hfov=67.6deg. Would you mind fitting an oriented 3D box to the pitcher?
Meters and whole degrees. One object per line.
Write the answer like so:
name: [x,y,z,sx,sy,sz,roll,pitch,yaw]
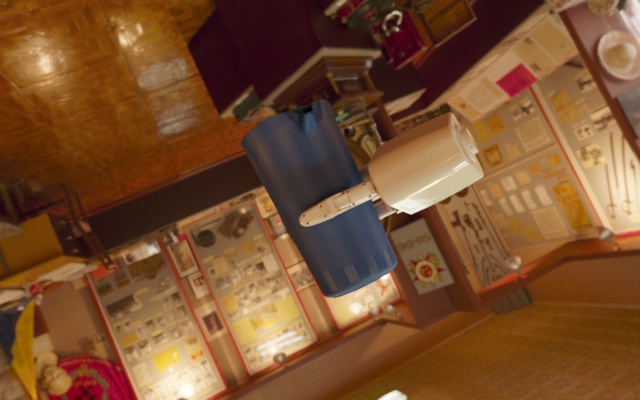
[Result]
pitcher: [0.000,0.002,0.645,0.145,0.243,0.149,-28,-6,22]
